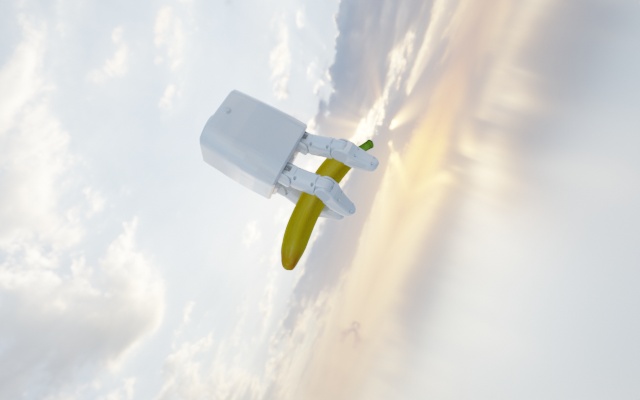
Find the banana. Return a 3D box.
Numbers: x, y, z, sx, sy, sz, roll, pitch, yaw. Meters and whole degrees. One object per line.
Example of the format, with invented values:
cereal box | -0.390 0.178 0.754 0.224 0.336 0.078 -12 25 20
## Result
banana | -0.004 0.000 0.621 0.037 0.197 0.069 35 -12 -16
